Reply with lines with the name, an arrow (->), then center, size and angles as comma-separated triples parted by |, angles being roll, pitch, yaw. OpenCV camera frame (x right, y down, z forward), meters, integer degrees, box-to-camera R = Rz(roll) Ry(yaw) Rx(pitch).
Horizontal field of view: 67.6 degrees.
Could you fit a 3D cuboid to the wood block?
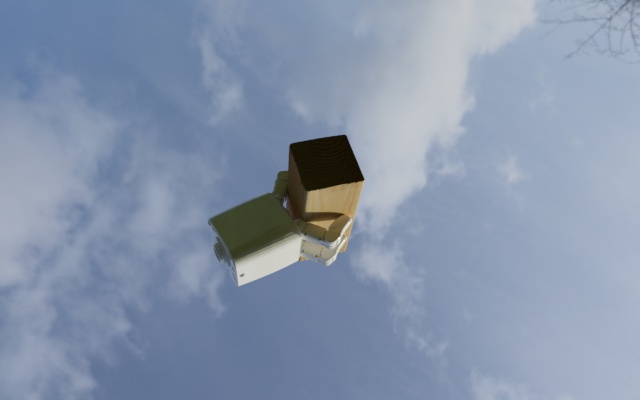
wood block -> 0.000, 0.002, 0.758 | 0.090, 0.090, 0.206 | -11, -32, -14
